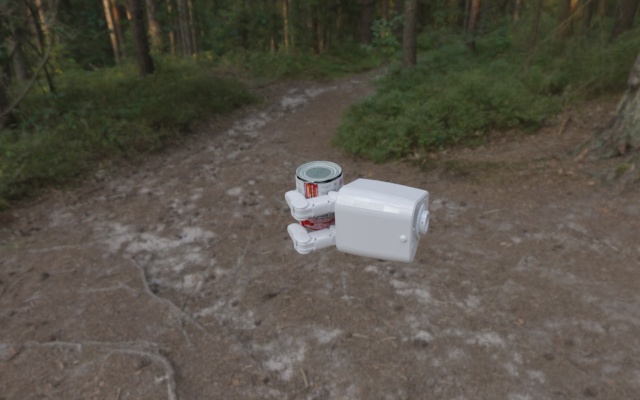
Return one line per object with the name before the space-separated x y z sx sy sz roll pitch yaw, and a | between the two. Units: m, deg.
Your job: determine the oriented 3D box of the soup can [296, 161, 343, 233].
soup can | 0.000 0.002 0.694 0.068 0.102 0.068 -2 29 1
